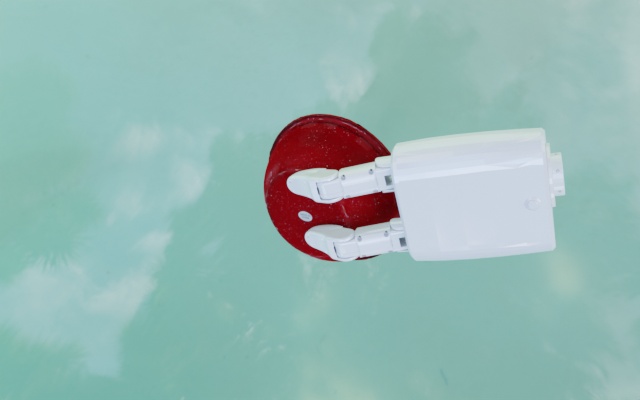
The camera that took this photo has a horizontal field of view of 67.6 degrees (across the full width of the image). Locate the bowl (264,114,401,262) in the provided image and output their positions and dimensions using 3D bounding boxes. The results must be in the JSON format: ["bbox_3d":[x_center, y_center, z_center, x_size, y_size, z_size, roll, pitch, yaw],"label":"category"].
[{"bbox_3d":[-0.001,0.002,0.463,0.162,0.162,0.055,0,26,35],"label":"bowl"}]
